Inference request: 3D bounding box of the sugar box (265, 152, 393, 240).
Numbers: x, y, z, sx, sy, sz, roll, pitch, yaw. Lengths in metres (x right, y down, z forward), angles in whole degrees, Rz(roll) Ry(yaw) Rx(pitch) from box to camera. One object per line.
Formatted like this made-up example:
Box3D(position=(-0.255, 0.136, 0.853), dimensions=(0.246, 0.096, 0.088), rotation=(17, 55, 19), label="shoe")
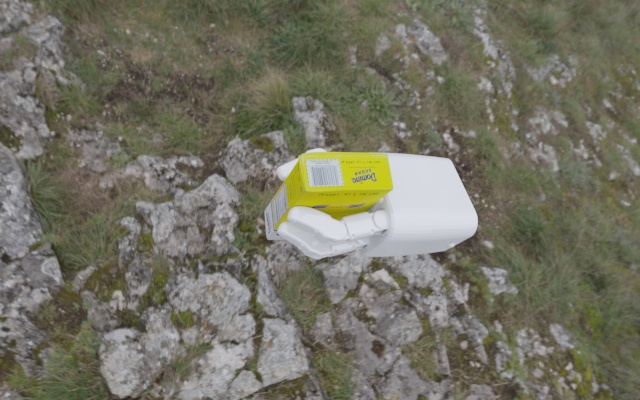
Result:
Box3D(position=(0.000, 0.002, 0.530), dimensions=(0.093, 0.048, 0.176), rotation=(-1, -21, -18), label="sugar box")
